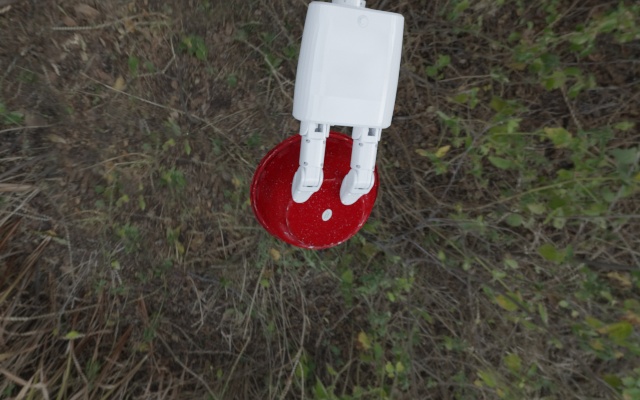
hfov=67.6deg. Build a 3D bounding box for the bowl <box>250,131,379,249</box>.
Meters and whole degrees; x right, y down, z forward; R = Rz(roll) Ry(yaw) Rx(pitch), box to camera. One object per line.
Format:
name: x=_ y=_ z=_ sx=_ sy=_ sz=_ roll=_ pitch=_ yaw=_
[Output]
bowl: x=0.000 y=0.003 z=0.564 sx=0.162 sy=0.162 sz=0.055 roll=0 pitch=31 yaw=-15
